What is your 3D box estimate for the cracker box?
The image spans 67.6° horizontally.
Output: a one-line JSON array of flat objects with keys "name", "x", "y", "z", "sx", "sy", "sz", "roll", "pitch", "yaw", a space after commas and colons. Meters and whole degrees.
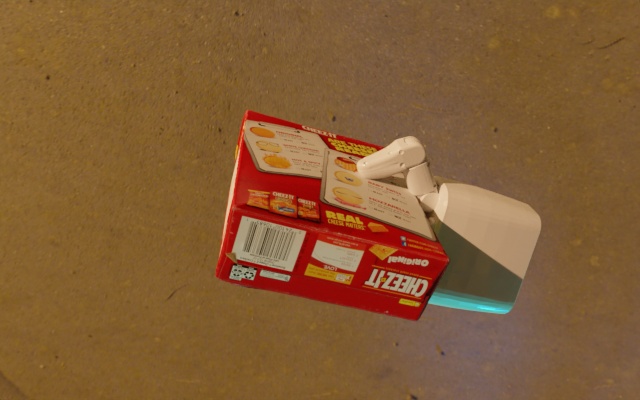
[{"name": "cracker box", "x": 0.000, "y": 0.001, "z": 0.432, "sx": 0.164, "sy": 0.072, "sz": 0.213, "roll": 14, "pitch": 26, "yaw": -13}]
